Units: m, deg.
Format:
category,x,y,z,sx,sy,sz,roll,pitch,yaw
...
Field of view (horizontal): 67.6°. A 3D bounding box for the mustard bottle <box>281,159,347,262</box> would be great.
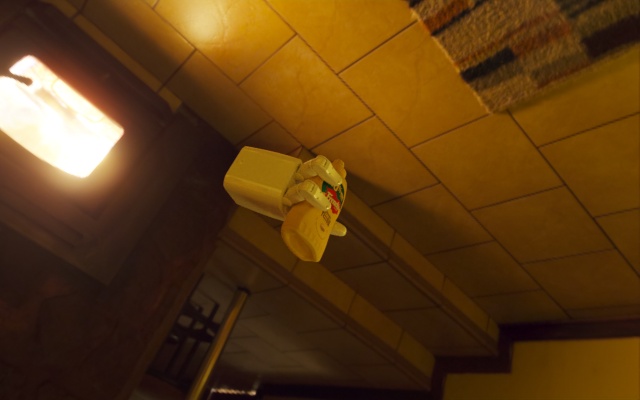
category,x,y,z,sx,sy,sz,roll,pitch,yaw
mustard bottle,0.000,0.003,0.817,0.058,0.191,0.096,1,-40,32
